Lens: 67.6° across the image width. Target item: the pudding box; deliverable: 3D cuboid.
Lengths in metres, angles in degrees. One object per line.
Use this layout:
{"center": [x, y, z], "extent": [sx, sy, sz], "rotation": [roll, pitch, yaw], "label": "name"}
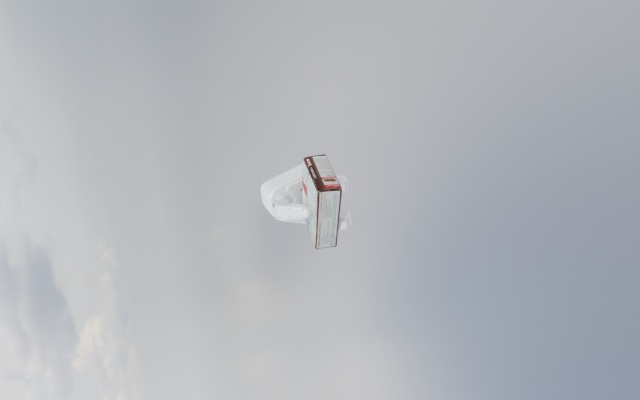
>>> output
{"center": [0.000, 0.002, 0.712], "extent": [0.039, 0.114, 0.090], "rotation": [-9, 40, -13], "label": "pudding box"}
